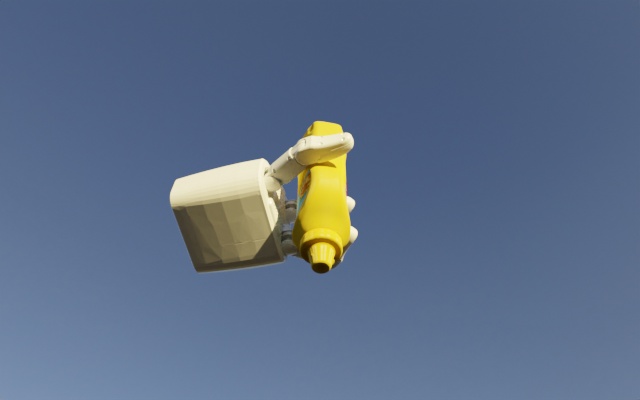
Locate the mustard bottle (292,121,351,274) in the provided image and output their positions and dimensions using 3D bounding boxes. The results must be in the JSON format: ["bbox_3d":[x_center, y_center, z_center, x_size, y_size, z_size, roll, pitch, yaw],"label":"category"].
[{"bbox_3d":[0.000,0.002,0.512,0.058,0.096,0.191,9,38,-7],"label":"mustard bottle"}]
